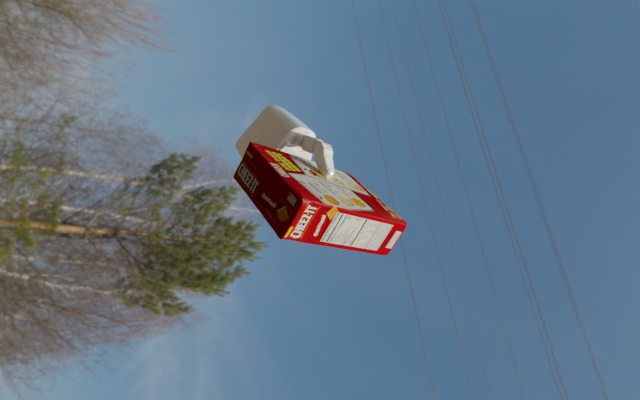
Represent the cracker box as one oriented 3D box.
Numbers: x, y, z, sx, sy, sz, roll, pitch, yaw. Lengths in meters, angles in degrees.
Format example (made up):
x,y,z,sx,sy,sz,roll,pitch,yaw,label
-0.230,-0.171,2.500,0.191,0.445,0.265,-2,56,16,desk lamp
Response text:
x,y,z,sx,sy,sz,roll,pitch,yaw,label
0.000,0.002,0.711,0.214,0.072,0.164,13,23,-41,cracker box
